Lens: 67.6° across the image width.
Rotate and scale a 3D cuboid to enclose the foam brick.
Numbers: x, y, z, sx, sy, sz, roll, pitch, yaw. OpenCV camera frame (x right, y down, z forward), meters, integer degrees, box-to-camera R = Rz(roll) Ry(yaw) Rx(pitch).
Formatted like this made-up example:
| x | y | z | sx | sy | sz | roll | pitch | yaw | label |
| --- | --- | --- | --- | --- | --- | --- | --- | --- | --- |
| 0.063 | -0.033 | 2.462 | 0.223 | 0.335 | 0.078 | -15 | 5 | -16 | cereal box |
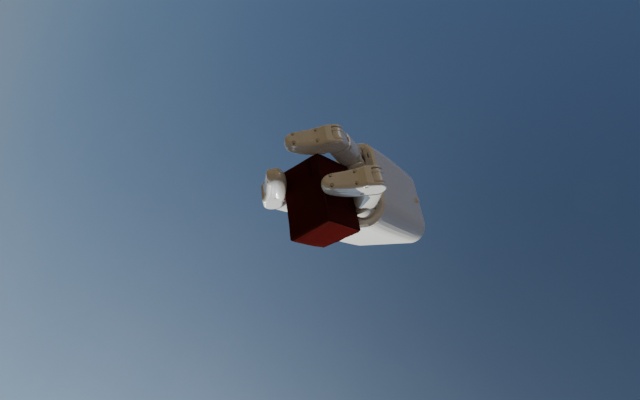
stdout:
| x | y | z | sx | sy | sz | roll | pitch | yaw | label |
| --- | --- | --- | --- | --- | --- | --- | --- | --- | --- |
| 0.000 | 0.002 | 0.486 | 0.053 | 0.078 | 0.051 | -27 | -31 | 32 | foam brick |
